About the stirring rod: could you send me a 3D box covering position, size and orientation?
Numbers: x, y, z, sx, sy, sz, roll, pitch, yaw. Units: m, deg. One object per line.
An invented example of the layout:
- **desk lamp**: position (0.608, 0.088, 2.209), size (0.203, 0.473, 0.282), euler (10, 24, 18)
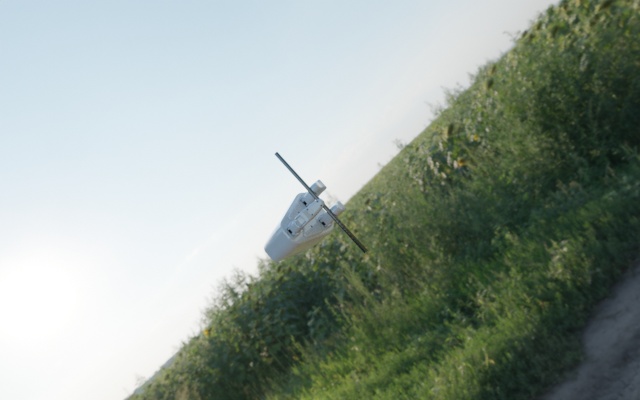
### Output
- **stirring rod**: position (0.000, 0.003, 0.855), size (0.011, 0.239, 0.011), euler (-42, -4, -3)
